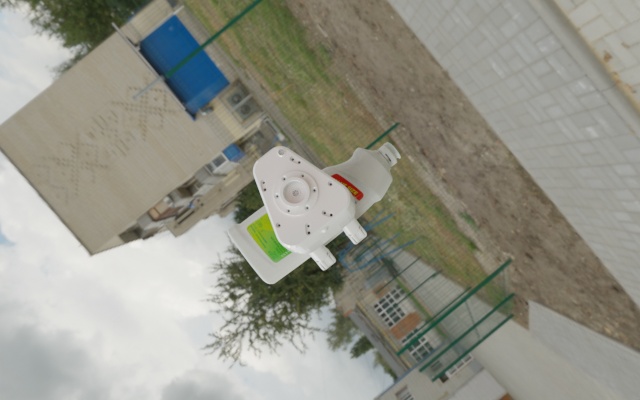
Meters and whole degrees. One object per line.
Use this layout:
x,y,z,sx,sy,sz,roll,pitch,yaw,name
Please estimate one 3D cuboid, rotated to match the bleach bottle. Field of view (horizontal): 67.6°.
0.000,0.002,0.665,0.251,0.102,0.068,-39,-11,-1,bleach bottle
